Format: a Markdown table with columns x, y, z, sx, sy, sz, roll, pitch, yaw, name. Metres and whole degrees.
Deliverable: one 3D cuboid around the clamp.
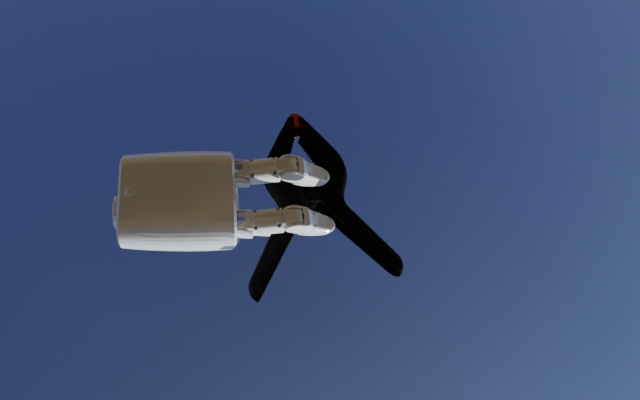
| x | y | z | sx | sy | sz | roll | pitch | yaw | name |
| --- | --- | --- | --- | --- | --- | --- | --- | --- | --- |
| 0.000 | 0.002 | 0.523 | 0.164 | 0.210 | 0.036 | 0 | -23 | -15 | clamp |
